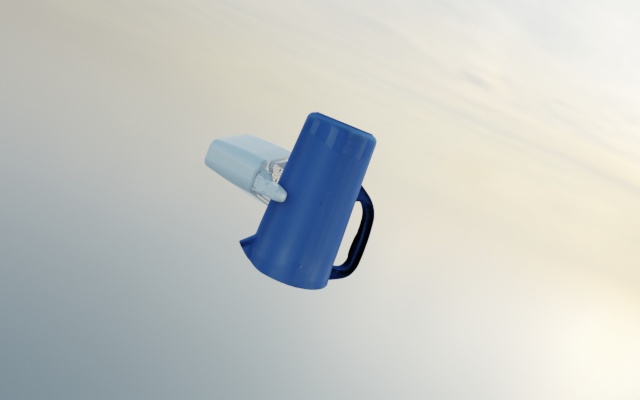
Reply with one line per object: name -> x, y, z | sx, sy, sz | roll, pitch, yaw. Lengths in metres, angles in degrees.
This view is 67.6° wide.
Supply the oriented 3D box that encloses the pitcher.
pitcher -> 0.000, 0.002, 0.712 | 0.145, 0.243, 0.149 | 27, 11, 27
